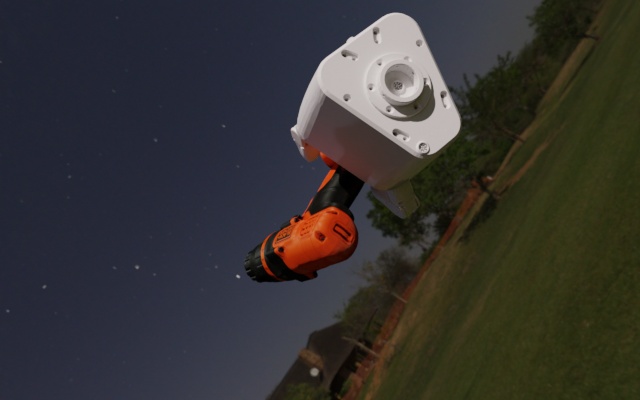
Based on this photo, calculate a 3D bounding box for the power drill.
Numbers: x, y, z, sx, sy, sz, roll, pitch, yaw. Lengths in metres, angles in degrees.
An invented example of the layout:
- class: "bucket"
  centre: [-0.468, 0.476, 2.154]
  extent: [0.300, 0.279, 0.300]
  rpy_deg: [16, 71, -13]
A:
- class: "power drill"
  centre: [0.000, 0.001, 0.508]
  extent: [0.057, 0.187, 0.184]
  rpy_deg: [38, -32, -18]
